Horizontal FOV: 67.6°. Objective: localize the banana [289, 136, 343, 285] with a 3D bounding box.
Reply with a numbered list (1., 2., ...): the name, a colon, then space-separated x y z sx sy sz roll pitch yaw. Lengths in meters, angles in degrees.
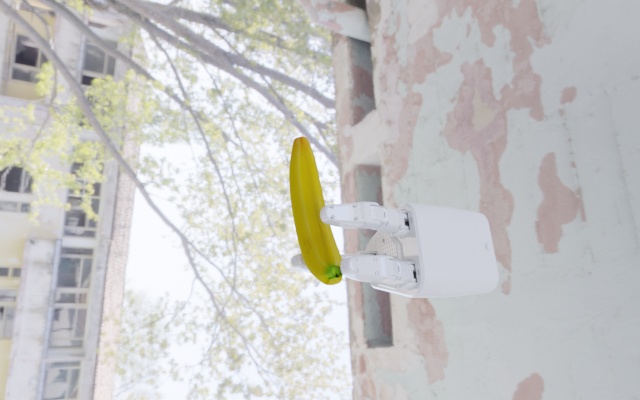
1. banana: -0.005 0.017 0.508 0.037 0.197 0.070 3 -45 -22
